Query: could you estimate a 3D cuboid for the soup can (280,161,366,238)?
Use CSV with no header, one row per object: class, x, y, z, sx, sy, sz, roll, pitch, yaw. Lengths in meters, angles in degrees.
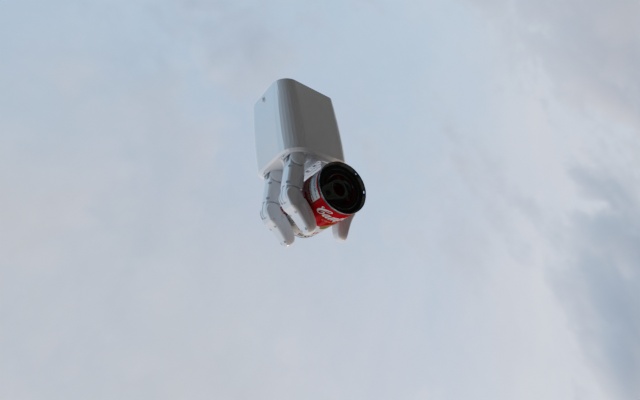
soup can,0.000,0.003,0.603,0.068,0.068,0.102,0,-20,-35
